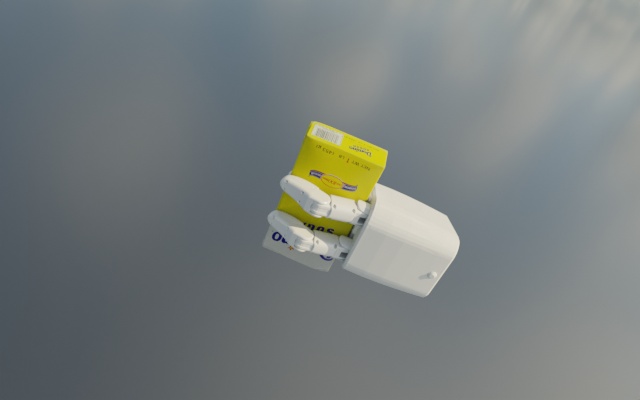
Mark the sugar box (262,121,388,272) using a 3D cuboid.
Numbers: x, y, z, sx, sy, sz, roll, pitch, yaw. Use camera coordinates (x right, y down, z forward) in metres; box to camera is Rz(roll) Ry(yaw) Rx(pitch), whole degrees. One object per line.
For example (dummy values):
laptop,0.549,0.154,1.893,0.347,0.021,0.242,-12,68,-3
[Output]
sugar box,0.000,0.002,0.565,0.093,0.176,0.048,23,34,-2
